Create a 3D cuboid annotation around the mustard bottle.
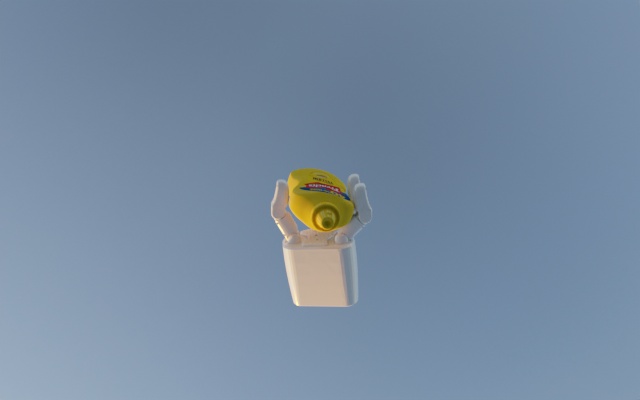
[{"bbox_3d":[0.000,0.002,0.720,0.096,0.058,0.191,15,16,-10],"label":"mustard bottle"}]
